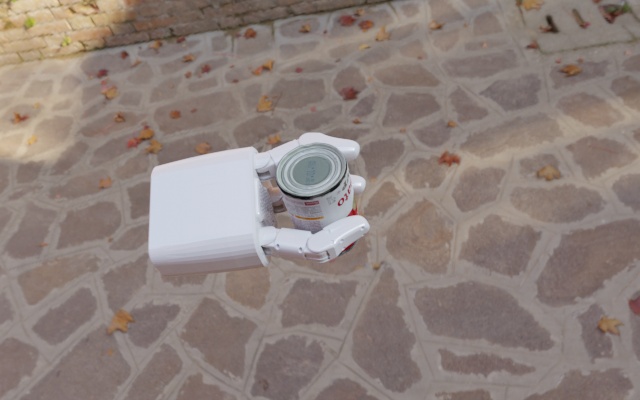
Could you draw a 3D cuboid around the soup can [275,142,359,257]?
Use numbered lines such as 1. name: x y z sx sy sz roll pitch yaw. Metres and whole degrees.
1. soup can: 0.001 0.001 0.464 0.068 0.068 0.102 0 -37 13
